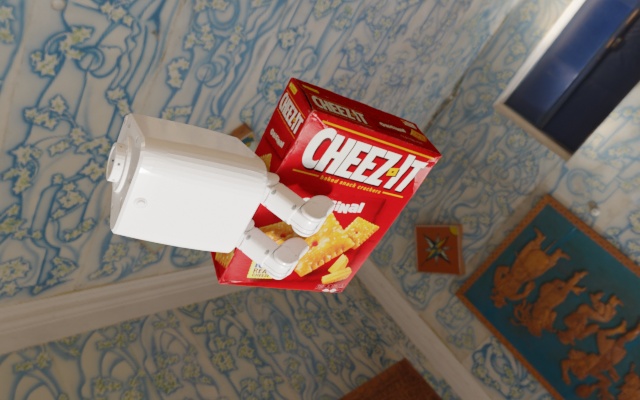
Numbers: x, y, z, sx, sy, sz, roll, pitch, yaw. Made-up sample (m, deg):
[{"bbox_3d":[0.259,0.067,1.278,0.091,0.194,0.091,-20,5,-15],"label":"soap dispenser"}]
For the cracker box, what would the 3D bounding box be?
[{"bbox_3d":[0.000,0.002,0.505,0.164,0.214,0.072,12,34,-34],"label":"cracker box"}]
